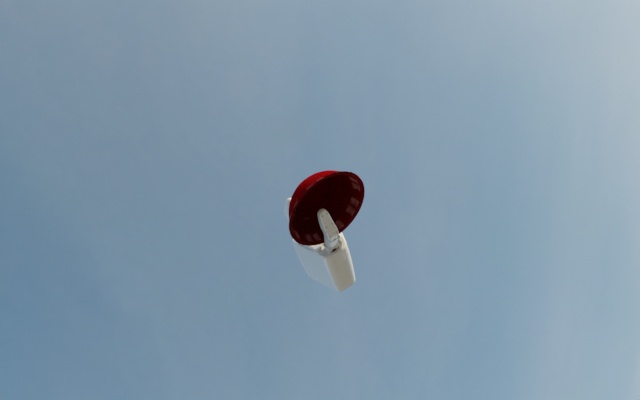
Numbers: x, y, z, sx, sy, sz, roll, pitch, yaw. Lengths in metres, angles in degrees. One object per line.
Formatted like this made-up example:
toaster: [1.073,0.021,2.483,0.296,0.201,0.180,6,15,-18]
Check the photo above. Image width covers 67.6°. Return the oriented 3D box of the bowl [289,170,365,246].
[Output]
bowl: [0.000,0.002,0.866,0.162,0.162,0.055,0,35,-41]
